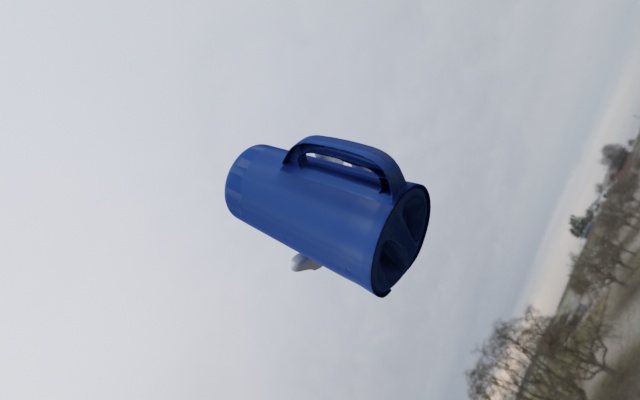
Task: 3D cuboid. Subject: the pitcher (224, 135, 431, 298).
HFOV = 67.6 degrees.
[{"bbox_3d":[0.000,0.002,0.580,0.243,0.149,0.145,21,2,31],"label":"pitcher"}]
